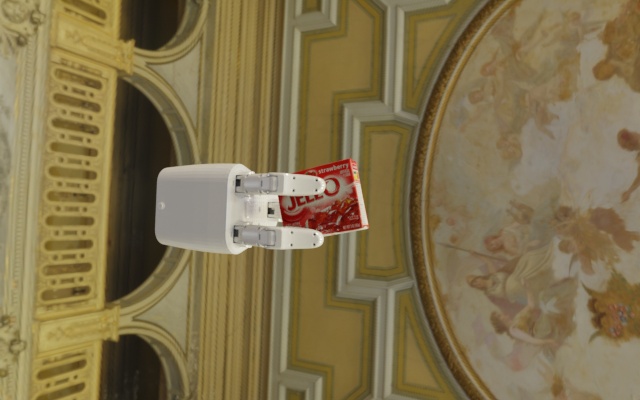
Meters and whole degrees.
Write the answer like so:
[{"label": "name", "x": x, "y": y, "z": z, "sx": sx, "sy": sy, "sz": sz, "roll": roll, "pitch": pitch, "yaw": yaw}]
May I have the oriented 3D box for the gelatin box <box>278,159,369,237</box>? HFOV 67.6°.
[{"label": "gelatin box", "x": 0.001, "y": 0.002, "z": 0.506, "sx": 0.089, "sy": 0.073, "sz": 0.030, "roll": -12, "pitch": -6, "yaw": 19}]
